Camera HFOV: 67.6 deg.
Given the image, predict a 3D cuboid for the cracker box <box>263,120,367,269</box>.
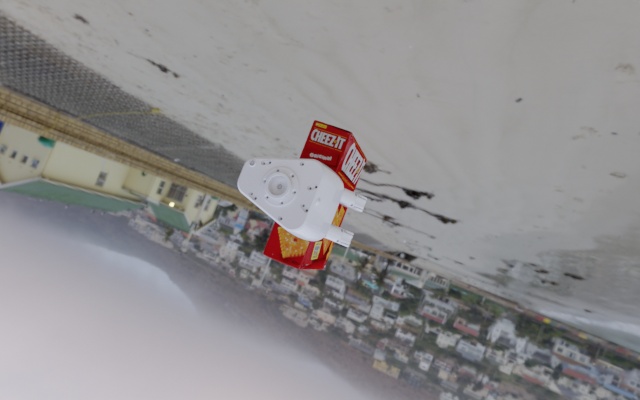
[{"bbox_3d":[0.000,0.003,0.765,0.072,0.213,0.164,21,-4,15],"label":"cracker box"}]
